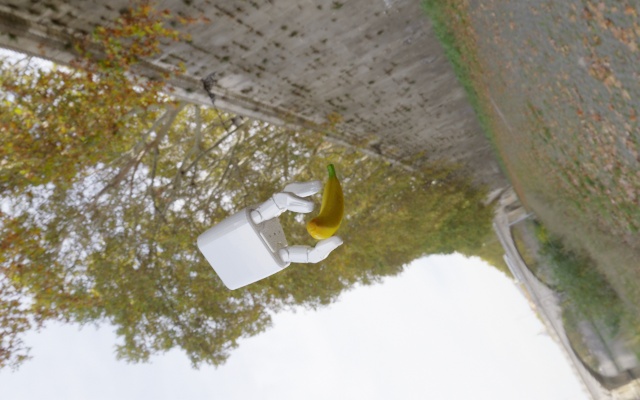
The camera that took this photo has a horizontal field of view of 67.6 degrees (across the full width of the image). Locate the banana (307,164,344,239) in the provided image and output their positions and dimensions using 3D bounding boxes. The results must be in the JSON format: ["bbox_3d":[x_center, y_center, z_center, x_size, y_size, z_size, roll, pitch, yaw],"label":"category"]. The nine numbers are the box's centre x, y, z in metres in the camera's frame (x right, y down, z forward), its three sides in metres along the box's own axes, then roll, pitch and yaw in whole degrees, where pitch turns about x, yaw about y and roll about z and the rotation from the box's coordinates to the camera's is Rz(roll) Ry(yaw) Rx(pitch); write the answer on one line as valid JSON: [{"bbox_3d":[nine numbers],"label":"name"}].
[{"bbox_3d":[0.010,0.015,0.757,0.037,0.070,0.197,-23,24,20],"label":"banana"}]
